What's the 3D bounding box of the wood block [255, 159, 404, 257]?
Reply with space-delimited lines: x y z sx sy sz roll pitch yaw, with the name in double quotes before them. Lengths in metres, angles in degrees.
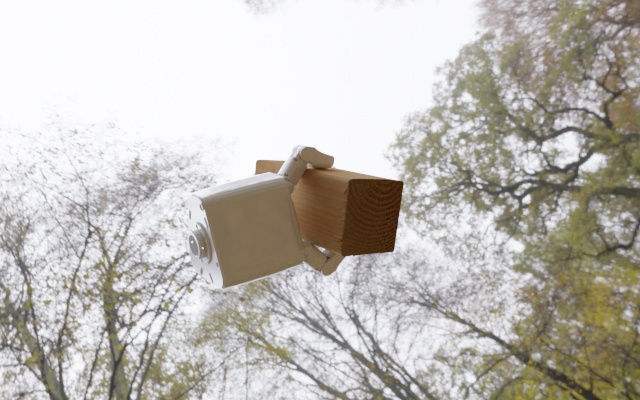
"wood block" 0.000 0.002 0.632 0.090 0.091 0.206 0 10 -38
